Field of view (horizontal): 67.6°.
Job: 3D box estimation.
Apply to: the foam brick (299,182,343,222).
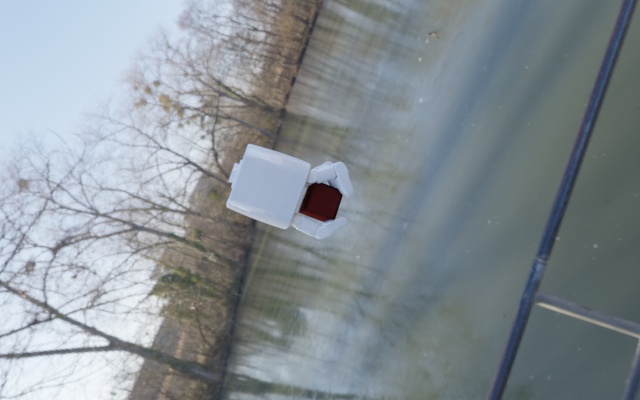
[{"bbox_3d":[0.000,0.003,0.817,0.051,0.053,0.078,20,-10,-10],"label":"foam brick"}]
